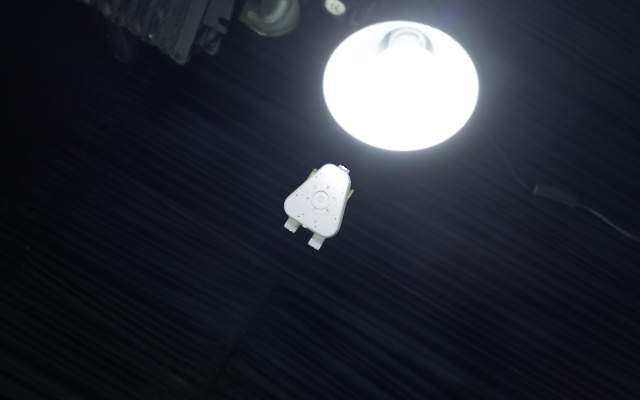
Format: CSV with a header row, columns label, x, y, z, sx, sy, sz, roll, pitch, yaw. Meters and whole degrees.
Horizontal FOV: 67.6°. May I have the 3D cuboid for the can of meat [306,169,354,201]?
label,x,y,z,sx,sy,sz,roll,pitch,yaw
can of meat,0.000,0.003,0.894,0.084,0.102,0.057,32,1,2
